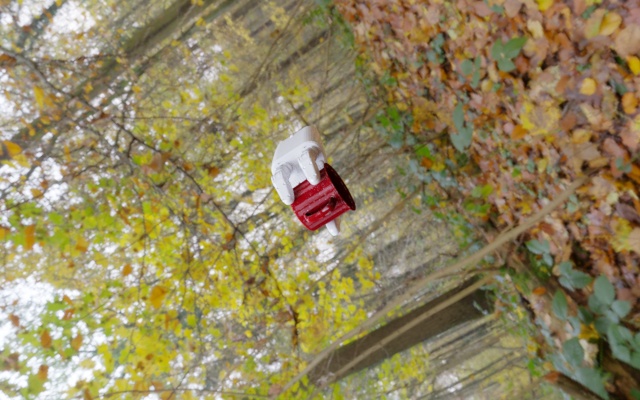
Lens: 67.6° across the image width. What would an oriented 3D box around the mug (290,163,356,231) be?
[{"bbox_3d":[0.000,0.003,0.780,0.081,0.093,0.117,-32,21,14],"label":"mug"}]
